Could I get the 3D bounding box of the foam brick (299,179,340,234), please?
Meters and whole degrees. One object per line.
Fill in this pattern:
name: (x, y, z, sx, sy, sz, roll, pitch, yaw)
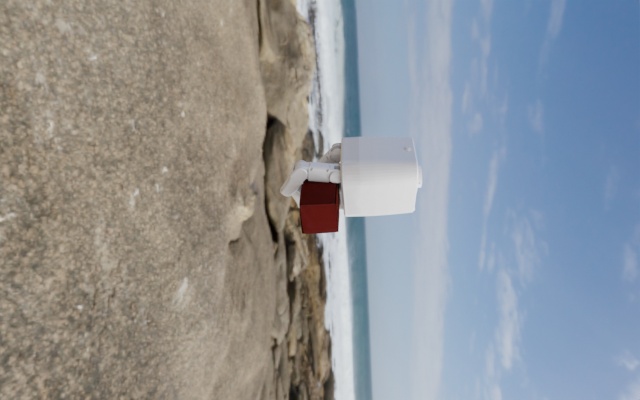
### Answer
foam brick: (0.000, 0.002, 0.672, 0.051, 0.053, 0.078, -1, 38, 5)
